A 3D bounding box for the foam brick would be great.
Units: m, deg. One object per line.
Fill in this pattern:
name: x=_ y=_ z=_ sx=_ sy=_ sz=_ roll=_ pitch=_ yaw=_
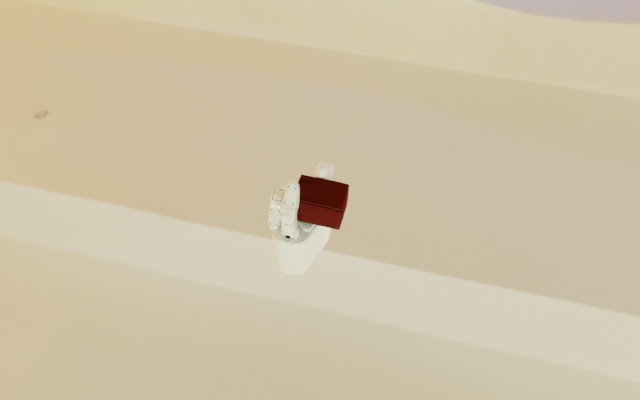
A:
foam brick: x=0.000 y=0.002 z=0.720 sx=0.078 sy=0.053 sz=0.051 roll=13 pitch=-37 yaw=9
